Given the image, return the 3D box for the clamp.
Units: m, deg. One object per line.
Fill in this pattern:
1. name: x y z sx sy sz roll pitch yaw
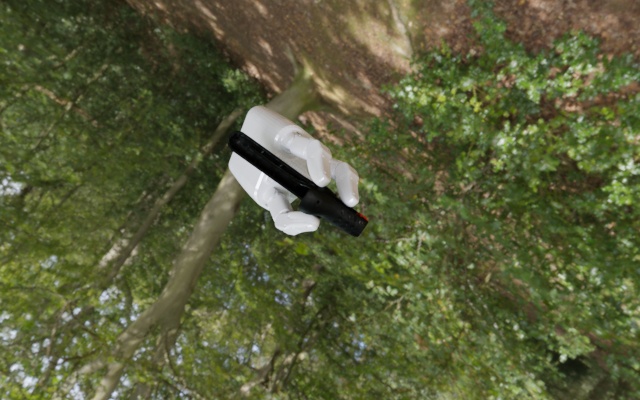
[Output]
1. clamp: 0.000 0.003 0.557 0.210 0.036 0.164 34 5 -41
